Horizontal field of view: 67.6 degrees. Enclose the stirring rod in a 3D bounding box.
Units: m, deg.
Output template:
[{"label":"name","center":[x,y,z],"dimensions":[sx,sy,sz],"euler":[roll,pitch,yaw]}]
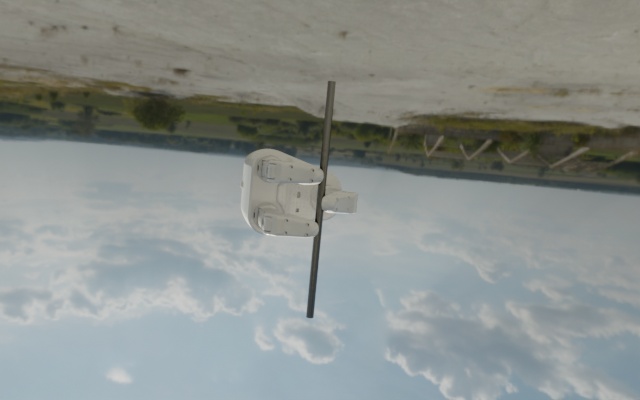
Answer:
[{"label":"stirring rod","center":[0.000,0.001,0.484],"dimensions":[0.011,0.239,0.011],"euler":[5,5,0]}]
